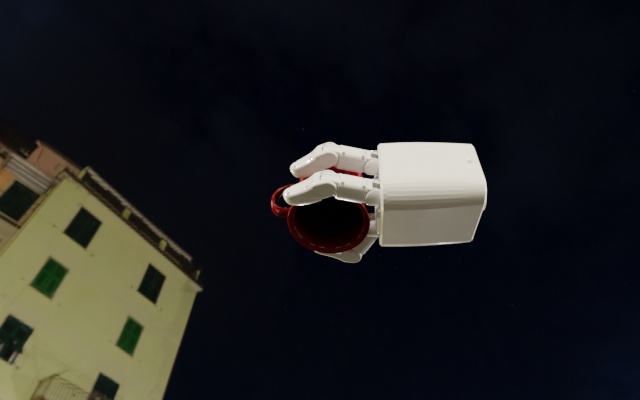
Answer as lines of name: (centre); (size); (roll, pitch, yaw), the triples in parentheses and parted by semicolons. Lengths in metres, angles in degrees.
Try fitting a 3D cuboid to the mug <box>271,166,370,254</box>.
mug: (-0.001, 0.002, 0.569); (0.117, 0.093, 0.081); (0, 37, 5)
